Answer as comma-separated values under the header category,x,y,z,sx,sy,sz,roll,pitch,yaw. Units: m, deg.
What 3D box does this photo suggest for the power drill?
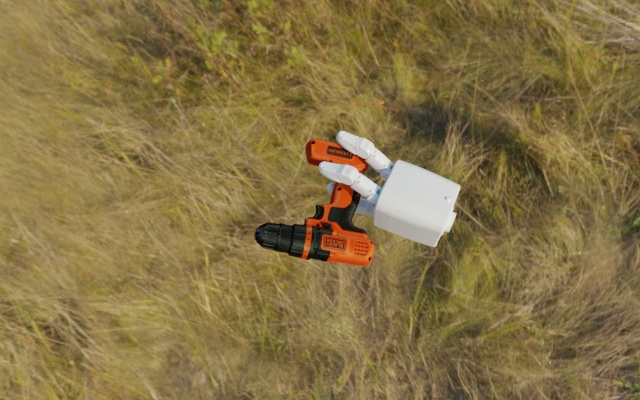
category,x,y,z,sx,sy,sz,roll,pitch,yaw
power drill,0.000,0.002,0.750,0.184,0.187,0.057,11,-16,-10
